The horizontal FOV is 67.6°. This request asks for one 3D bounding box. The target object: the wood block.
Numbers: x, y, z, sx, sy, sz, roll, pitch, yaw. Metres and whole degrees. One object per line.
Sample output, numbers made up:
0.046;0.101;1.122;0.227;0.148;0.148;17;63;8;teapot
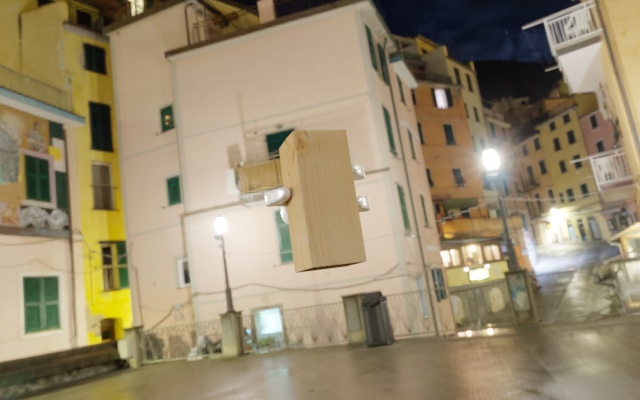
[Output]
0.000;0.002;0.747;0.091;0.206;0.090;-5;-11;-21;wood block
